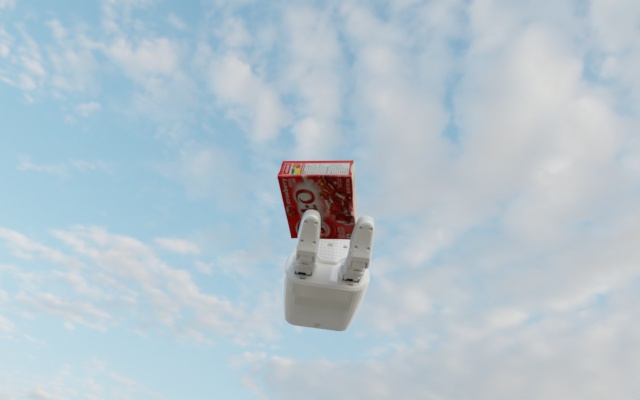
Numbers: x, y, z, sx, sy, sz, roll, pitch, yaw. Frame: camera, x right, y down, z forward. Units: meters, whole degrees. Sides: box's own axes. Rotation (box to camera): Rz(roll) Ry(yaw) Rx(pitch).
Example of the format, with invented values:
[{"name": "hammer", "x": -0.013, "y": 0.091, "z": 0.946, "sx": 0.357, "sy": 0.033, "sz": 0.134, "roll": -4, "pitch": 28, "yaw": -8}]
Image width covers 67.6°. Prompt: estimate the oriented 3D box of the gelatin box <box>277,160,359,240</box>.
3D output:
[{"name": "gelatin box", "x": 0.000, "y": 0.001, "z": 0.489, "sx": 0.073, "sy": 0.089, "sz": 0.030, "roll": 1, "pitch": 41, "yaw": 10}]
